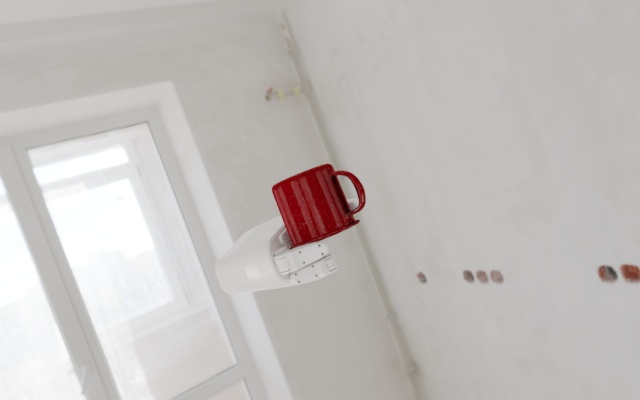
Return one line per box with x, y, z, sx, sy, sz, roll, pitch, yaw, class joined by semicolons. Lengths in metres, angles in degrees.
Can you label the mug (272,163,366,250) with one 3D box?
0.001;0.001;0.580;0.117;0.081;0.093;-22;1;32;mug
